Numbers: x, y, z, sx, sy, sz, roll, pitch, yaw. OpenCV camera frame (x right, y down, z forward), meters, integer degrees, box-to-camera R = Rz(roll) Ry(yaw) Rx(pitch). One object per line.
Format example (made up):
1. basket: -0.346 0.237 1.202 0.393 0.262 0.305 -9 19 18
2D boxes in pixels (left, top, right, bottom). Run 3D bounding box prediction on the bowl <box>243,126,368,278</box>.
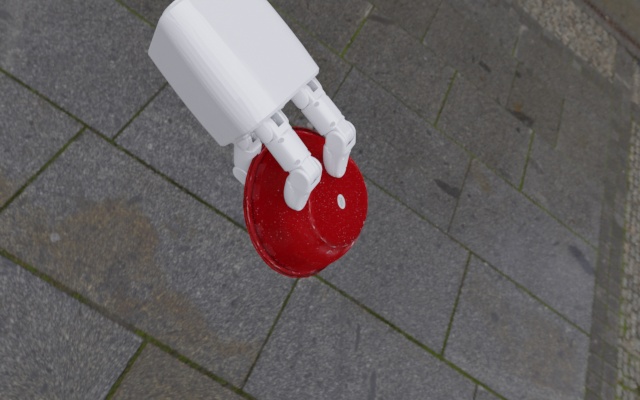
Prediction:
1. bowl: 0.001 0.002 0.495 0.055 0.162 0.162 -1 -1 43
